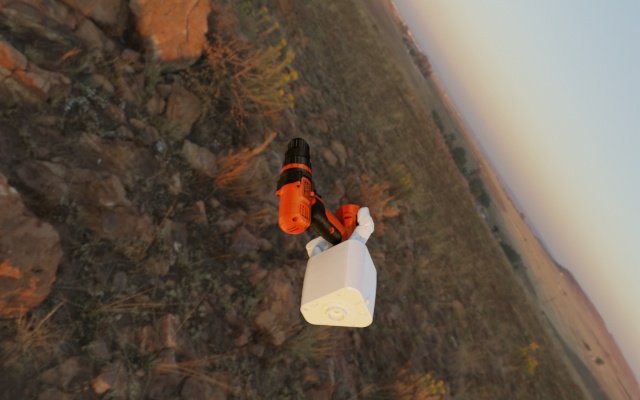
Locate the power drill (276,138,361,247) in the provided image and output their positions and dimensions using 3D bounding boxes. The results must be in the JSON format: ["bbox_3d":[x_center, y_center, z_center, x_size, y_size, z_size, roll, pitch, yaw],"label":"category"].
[{"bbox_3d":[0.000,0.003,0.822,0.057,0.184,0.188,-23,-43,32],"label":"power drill"}]
